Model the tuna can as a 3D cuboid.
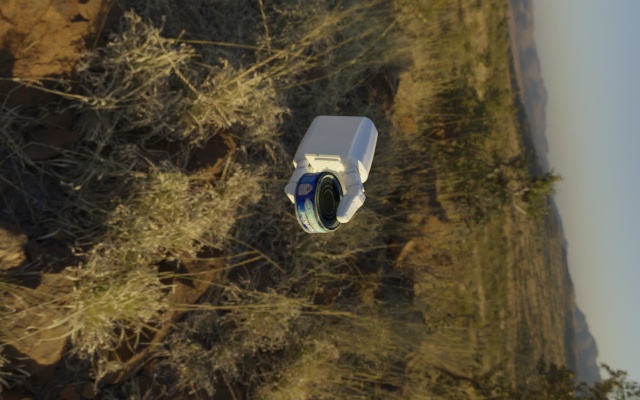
[{"bbox_3d":[0.001,0.002,0.665,0.034,0.086,0.086,-3,-2,30],"label":"tuna can"}]
